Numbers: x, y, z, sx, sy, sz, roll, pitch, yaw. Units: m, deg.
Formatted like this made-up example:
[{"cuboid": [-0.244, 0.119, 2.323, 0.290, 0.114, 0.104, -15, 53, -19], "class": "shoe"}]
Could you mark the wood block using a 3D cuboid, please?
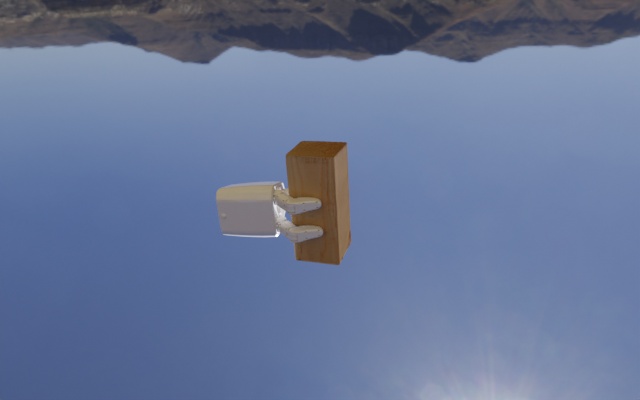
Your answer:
[{"cuboid": [0.000, 0.003, 0.876, 0.090, 0.206, 0.090, 4, 25, 17], "class": "wood block"}]
